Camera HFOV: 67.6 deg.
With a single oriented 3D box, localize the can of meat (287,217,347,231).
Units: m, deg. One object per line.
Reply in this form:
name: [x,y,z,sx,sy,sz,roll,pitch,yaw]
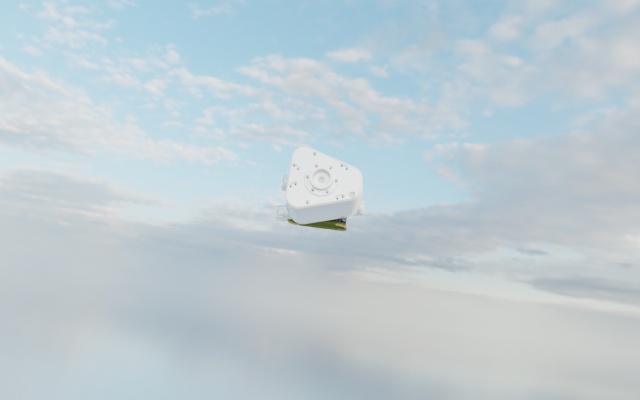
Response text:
can of meat: [0.000,0.002,0.823,0.102,0.084,0.057,7,-12,7]
